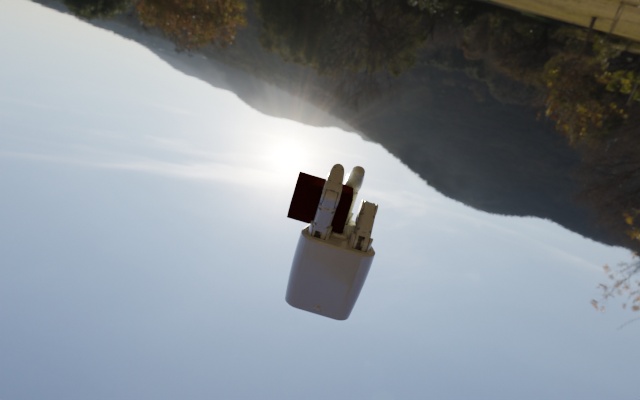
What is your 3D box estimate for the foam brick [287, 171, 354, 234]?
[{"bbox_3d":[0.000,0.002,0.629,0.078,0.051,0.053,17,20,-1],"label":"foam brick"}]
